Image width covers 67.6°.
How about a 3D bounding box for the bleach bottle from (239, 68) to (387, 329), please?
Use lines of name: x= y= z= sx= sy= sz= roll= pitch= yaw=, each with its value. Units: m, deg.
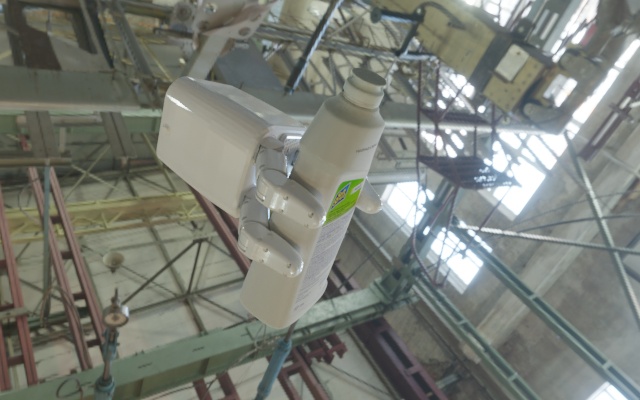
bleach bottle: x=0.000 y=0.002 z=0.430 sx=0.068 sy=0.251 sz=0.102 roll=33 pitch=34 yaw=15
